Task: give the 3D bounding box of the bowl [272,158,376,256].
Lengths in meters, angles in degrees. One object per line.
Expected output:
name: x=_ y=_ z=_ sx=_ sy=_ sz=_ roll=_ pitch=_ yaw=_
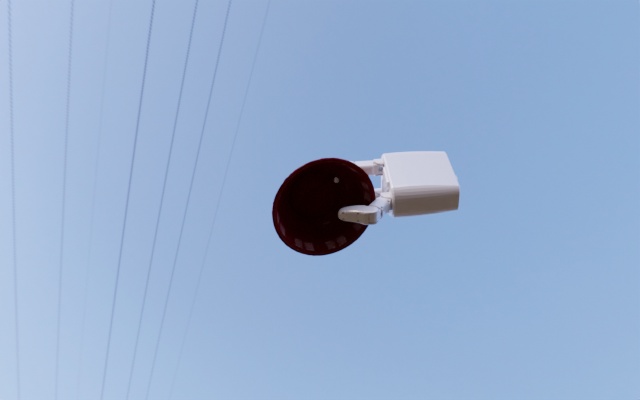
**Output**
bowl: x=-0.001 y=0.002 z=0.730 sx=0.162 sy=0.162 sz=0.055 roll=0 pitch=25 yaw=-19
